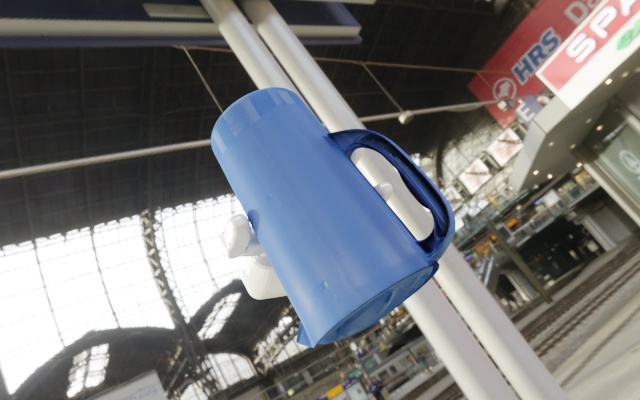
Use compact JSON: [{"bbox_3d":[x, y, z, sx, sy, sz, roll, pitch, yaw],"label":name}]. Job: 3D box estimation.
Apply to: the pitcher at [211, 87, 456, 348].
[{"bbox_3d":[0.000,0.002,0.462,0.149,0.242,0.145,-23,-24,-24],"label":"pitcher"}]
